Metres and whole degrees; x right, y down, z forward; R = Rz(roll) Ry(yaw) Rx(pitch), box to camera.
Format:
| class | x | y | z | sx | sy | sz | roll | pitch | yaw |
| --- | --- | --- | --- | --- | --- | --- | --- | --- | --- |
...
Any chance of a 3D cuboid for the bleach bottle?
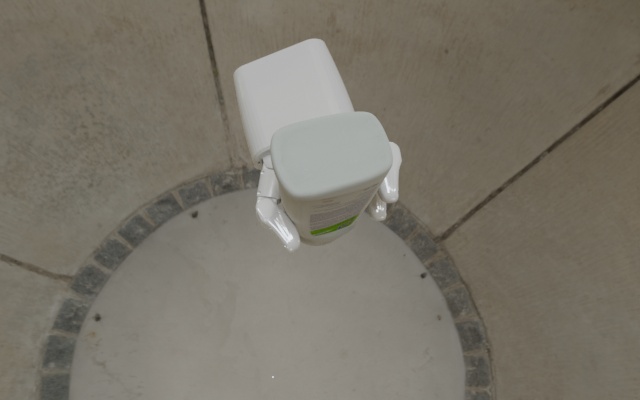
| class | x | y | z | sx | sy | sz | roll | pitch | yaw |
| --- | --- | --- | --- | --- | --- | --- | --- | --- | --- |
| bleach bottle | 0.000 | 0.002 | 0.501 | 0.102 | 0.068 | 0.251 | -15 | -18 | -11 |
